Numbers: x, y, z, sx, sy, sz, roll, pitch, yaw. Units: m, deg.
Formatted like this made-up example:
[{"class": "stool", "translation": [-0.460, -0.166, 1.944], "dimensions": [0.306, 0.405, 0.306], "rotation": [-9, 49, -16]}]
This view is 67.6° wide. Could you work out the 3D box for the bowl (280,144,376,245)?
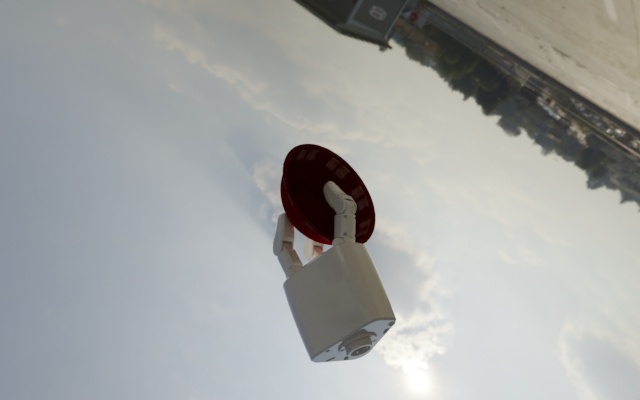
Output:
[{"class": "bowl", "translation": [0.000, 0.001, 0.664], "dimensions": [0.162, 0.162, 0.055], "rotation": [0, -29, -45]}]
